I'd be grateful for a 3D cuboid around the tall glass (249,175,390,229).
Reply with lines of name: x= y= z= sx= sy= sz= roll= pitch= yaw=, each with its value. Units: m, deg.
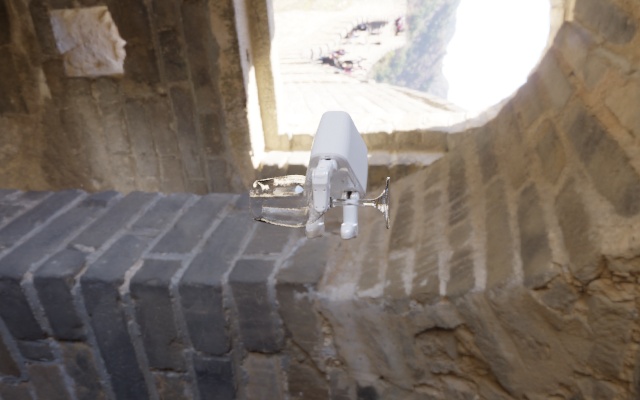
tall glass: x=0.001 y=0.002 z=0.702 sx=0.201 sy=0.079 sz=0.079 roll=1 pitch=0 yaw=11
